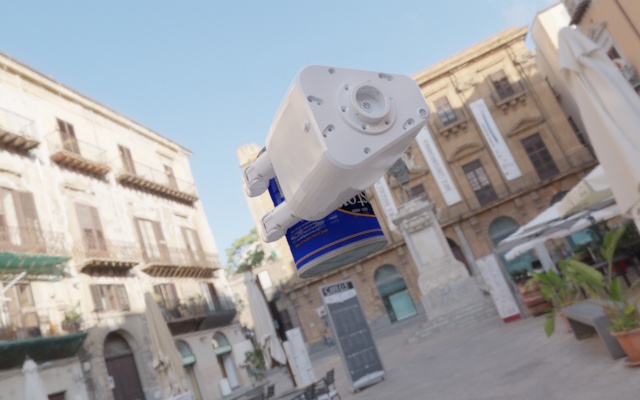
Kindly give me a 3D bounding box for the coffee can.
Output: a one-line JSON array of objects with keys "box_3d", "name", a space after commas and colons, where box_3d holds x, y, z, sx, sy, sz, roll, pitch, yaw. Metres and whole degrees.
[{"box_3d": [0.000, 0.002, 0.526, 0.103, 0.140, 0.103, -20, -15, -6], "name": "coffee can"}]
